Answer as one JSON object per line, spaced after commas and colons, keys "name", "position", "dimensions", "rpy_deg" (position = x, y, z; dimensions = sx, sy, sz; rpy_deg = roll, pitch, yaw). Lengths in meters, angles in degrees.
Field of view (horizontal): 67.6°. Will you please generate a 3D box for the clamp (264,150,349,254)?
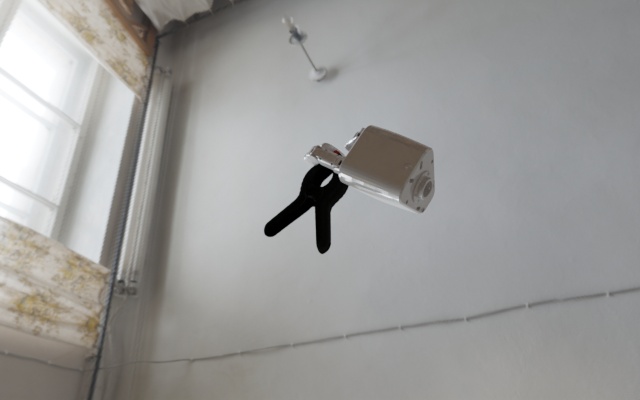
{"name": "clamp", "position": [0.000, 0.003, 0.723], "dimensions": [0.120, 0.171, 0.039], "rpy_deg": [26, -15, 34]}
